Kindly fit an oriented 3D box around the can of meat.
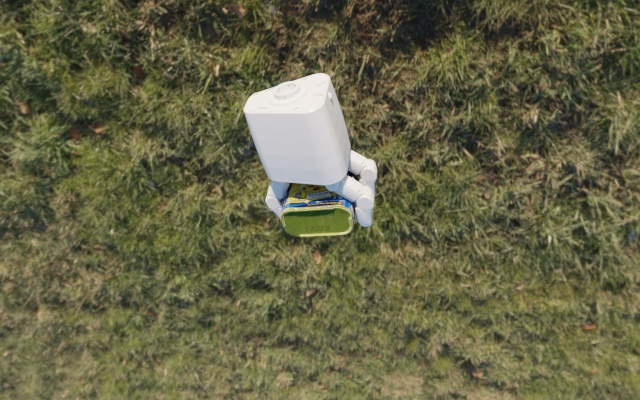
[{"bbox_3d":[0.000,0.002,0.656,0.102,0.057,0.084,-4,41,13],"label":"can of meat"}]
